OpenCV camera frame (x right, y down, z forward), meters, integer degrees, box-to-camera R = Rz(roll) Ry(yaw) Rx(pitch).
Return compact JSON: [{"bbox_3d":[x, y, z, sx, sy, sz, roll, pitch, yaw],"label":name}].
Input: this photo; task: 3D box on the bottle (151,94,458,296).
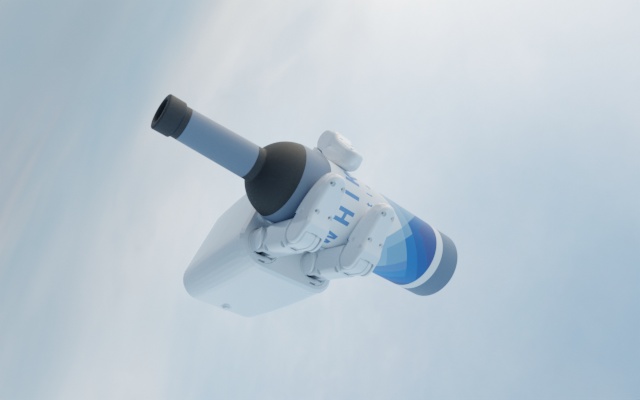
[{"bbox_3d":[0.000,0.001,0.402,0.296,0.069,0.069,30,-17,-31],"label":"bottle"}]
